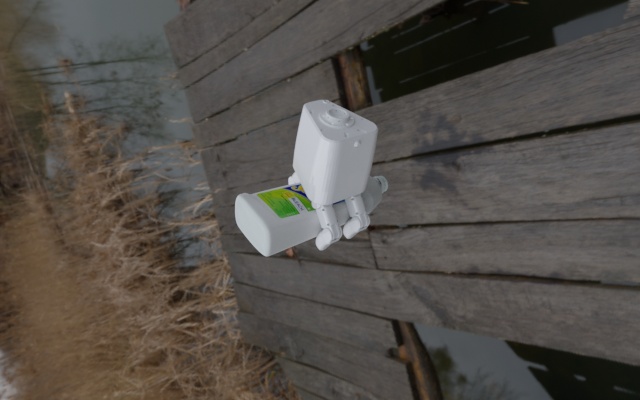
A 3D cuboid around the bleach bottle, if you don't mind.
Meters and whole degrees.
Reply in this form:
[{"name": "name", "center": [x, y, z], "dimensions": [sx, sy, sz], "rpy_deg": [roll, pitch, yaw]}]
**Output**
[{"name": "bleach bottle", "center": [0.000, 0.003, 0.751], "dimensions": [0.251, 0.068, 0.102], "rpy_deg": [-20, 46, -32]}]
